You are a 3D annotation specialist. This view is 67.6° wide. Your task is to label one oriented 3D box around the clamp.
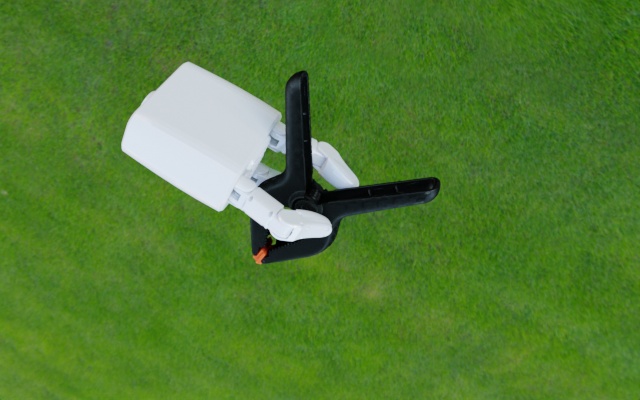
[{"bbox_3d":[-0.001,0.002,0.466,0.164,0.210,0.036,33,36,-2],"label":"clamp"}]
